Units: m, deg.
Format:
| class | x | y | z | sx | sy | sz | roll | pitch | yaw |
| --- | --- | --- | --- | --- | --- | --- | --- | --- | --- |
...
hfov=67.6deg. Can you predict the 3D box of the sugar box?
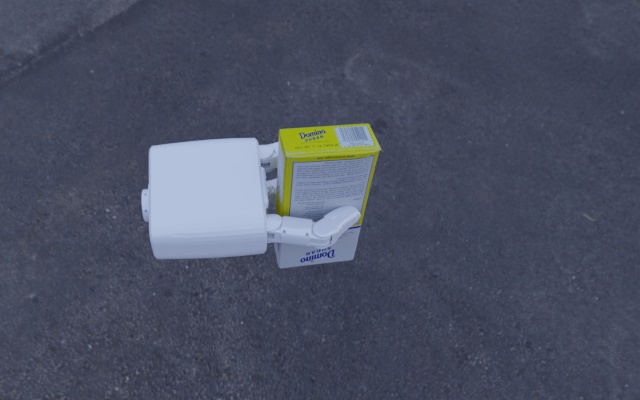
| class | x | y | z | sx | sy | sz | roll | pitch | yaw |
| --- | --- | --- | --- | --- | --- | --- | --- | --- | --- |
| sugar box | 0.000 | 0.001 | 0.508 | 0.093 | 0.048 | 0.176 | -5 | -39 | -13 |
